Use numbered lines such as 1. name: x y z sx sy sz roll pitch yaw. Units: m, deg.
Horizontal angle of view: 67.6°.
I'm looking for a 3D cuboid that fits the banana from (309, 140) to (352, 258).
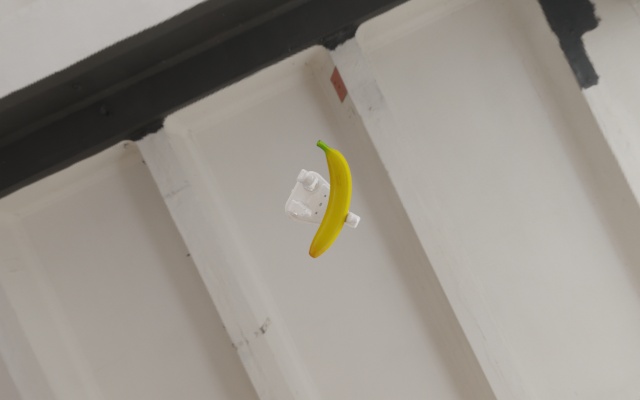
1. banana: 0.019 0.000 0.811 0.069 0.198 0.037 3 3 -13
